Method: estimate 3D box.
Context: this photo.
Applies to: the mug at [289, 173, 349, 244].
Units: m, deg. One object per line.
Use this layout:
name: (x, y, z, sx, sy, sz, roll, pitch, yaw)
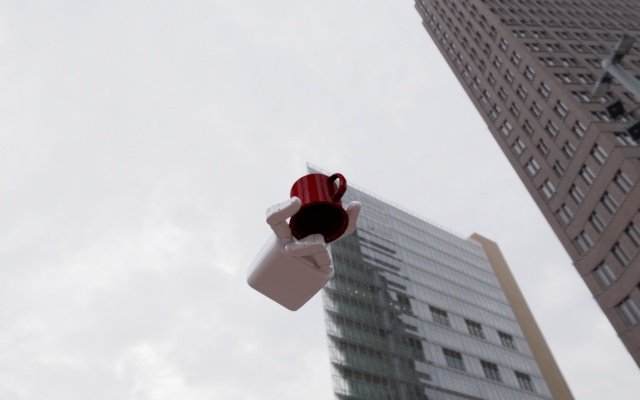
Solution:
mug: (0.001, 0.001, 0.756, 0.093, 0.117, 0.081, 24, 33, -26)
